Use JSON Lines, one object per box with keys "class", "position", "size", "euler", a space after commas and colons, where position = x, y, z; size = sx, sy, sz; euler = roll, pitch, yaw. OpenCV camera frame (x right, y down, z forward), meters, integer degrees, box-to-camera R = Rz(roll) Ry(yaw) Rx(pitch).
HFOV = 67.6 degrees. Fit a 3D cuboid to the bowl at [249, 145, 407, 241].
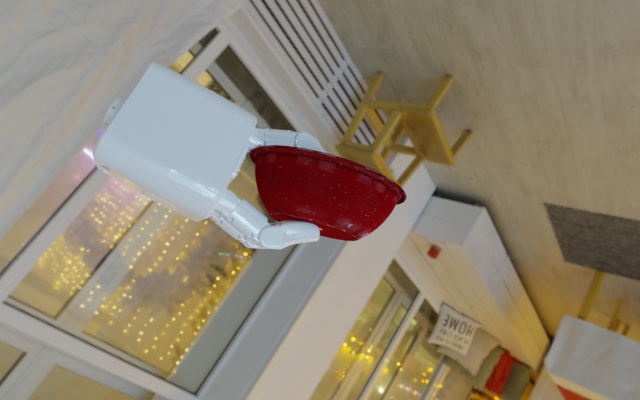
{"class": "bowl", "position": [0.001, 0.002, 0.475], "size": [0.162, 0.055, 0.162], "euler": [15, -11, 3]}
